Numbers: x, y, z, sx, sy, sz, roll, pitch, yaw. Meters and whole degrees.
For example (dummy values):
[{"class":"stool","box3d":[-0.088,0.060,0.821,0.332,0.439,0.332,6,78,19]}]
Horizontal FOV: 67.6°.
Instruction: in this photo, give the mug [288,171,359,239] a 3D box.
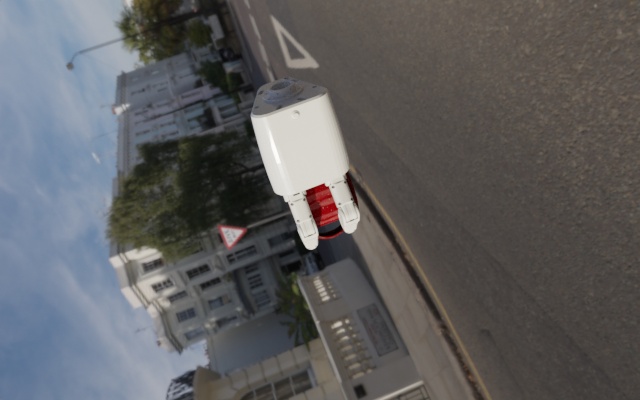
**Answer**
[{"class":"mug","box3d":[0.000,0.003,0.652,0.081,0.117,0.093,-20,32,-7]}]
